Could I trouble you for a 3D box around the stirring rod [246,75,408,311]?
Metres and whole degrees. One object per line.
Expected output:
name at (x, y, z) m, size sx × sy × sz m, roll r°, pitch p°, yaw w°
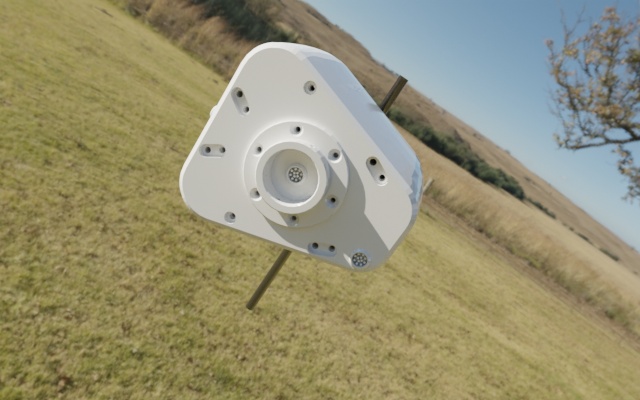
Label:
stirring rod at (0.000, 0.001, 0.401) m, size 0.011 × 0.239 × 0.011 m, roll 31°, pitch 16°, yaw -10°
